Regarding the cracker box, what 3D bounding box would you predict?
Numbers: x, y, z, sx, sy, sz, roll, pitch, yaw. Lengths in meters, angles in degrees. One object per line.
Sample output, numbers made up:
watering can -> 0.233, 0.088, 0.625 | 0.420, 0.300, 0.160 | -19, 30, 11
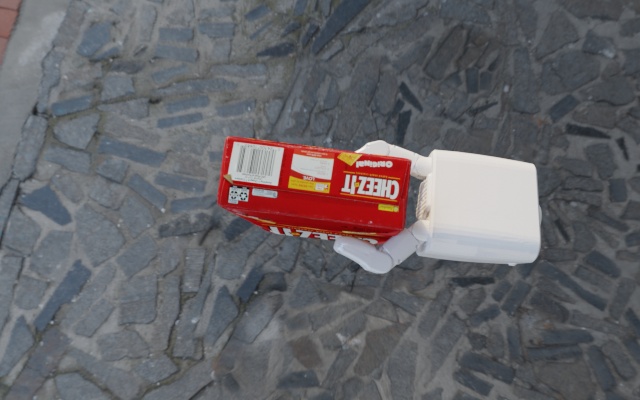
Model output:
cracker box -> 0.000, 0.001, 0.506 | 0.164, 0.072, 0.214 | 7, -8, 5
